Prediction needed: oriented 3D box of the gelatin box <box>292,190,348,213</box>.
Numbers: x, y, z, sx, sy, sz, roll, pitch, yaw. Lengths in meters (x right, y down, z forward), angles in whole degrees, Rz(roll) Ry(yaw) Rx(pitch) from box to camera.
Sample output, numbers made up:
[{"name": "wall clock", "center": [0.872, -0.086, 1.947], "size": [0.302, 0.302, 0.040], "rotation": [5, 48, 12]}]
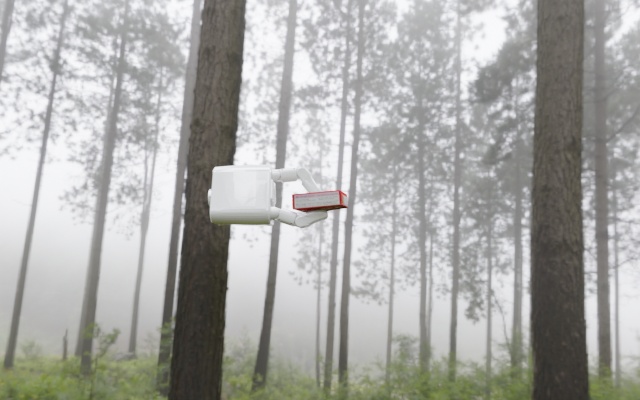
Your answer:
[{"name": "gelatin box", "center": [0.000, 0.002, 0.859], "size": [0.089, 0.030, 0.073], "rotation": [-6, -7, 12]}]
